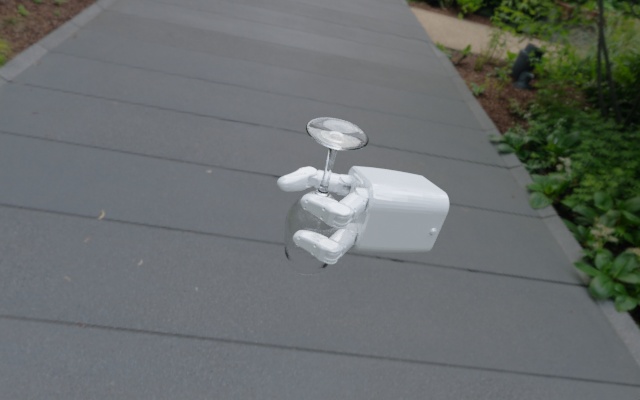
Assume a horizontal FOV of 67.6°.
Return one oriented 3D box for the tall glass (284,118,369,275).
[{"bbox_3d":[0.000,0.001,0.605,0.079,0.201,0.079,10,34,-7],"label":"tall glass"}]
